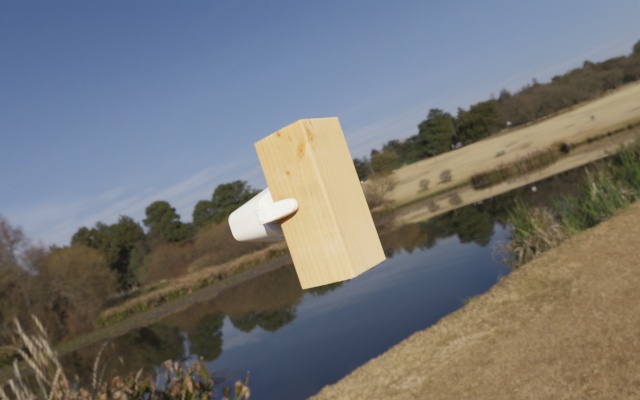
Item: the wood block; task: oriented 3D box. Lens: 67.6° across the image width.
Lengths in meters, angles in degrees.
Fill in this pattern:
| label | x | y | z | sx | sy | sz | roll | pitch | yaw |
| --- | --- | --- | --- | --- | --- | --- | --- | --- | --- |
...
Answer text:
| label | x | y | z | sx | sy | sz | roll | pitch | yaw |
| --- | --- | --- | --- | --- | --- | --- | --- | --- | --- |
| wood block | 0.000 | 0.002 | 0.644 | 0.090 | 0.206 | 0.091 | -20 | -2 | 37 |
